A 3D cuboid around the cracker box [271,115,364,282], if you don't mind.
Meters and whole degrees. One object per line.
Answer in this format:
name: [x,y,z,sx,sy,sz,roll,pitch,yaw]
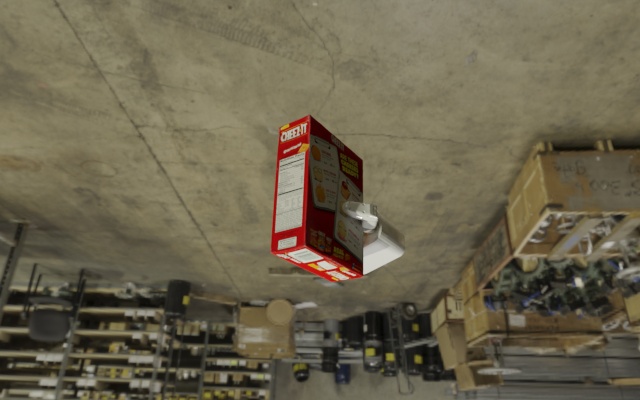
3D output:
cracker box: [0.000,0.003,0.747,0.072,0.213,0.164,-15,-30,31]
